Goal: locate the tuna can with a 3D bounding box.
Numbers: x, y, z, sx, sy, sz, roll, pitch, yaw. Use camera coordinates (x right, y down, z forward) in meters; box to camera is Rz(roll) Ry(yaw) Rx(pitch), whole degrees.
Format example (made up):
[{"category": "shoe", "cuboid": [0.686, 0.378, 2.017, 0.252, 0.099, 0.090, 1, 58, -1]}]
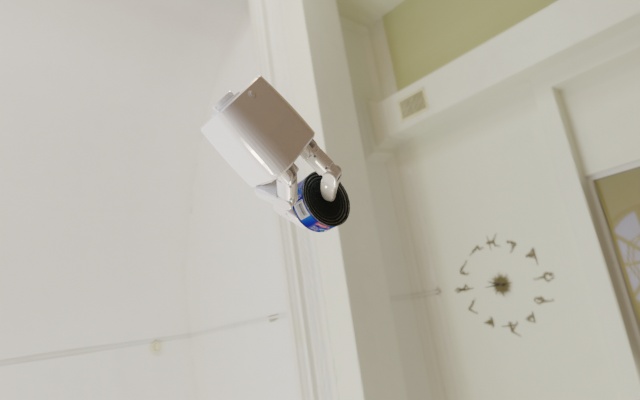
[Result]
[{"category": "tuna can", "cuboid": [0.000, 0.003, 0.695, 0.086, 0.086, 0.034, 0, -21, -41]}]
